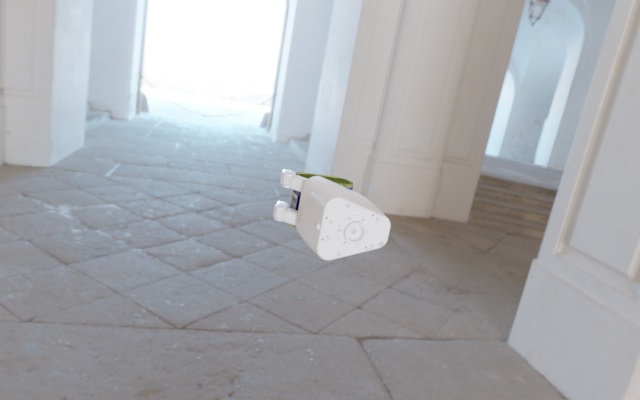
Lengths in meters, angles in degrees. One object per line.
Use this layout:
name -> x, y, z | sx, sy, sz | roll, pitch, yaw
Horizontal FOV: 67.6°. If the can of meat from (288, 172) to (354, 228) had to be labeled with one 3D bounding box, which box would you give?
can of meat -> 0.000, 0.002, 0.802 | 0.102, 0.084, 0.057 | 6, 15, -16
